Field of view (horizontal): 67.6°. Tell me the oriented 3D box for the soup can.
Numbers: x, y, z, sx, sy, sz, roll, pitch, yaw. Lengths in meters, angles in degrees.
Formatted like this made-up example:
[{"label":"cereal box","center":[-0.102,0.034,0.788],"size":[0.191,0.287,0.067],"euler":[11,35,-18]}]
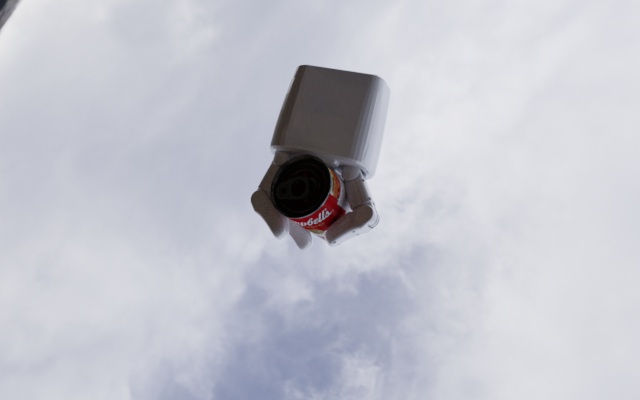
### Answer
[{"label":"soup can","center":[0.000,0.002,0.516],"size":[0.068,0.068,0.102],"euler":[0,-19,26]}]
